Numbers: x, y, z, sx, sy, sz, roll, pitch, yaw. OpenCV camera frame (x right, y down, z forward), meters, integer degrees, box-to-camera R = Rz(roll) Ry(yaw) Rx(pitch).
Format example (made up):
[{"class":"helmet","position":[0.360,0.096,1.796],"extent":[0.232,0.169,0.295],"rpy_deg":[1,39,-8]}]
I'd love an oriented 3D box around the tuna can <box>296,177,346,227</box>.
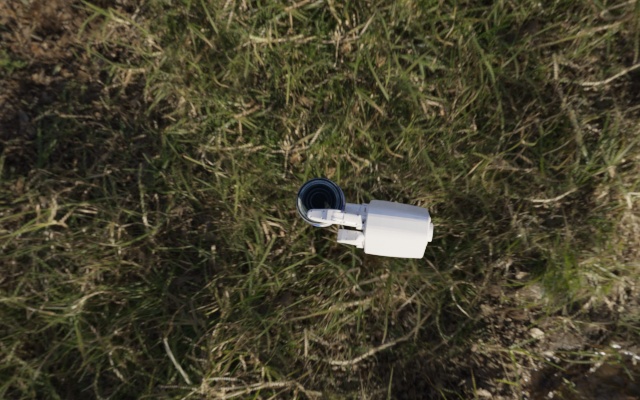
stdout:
[{"class":"tuna can","position":[0.000,0.003,0.847],"extent":[0.086,0.086,0.034],"rpy_deg":[0,-7,11]}]
